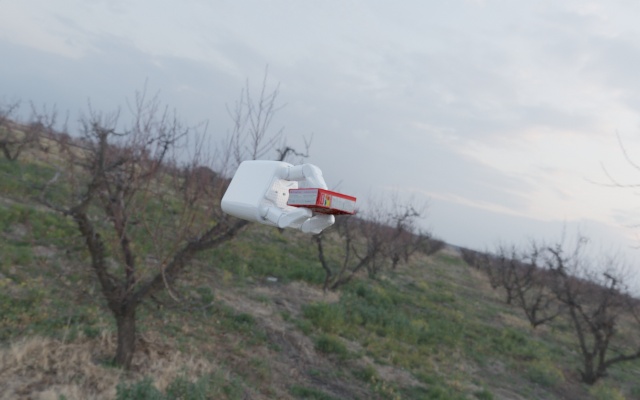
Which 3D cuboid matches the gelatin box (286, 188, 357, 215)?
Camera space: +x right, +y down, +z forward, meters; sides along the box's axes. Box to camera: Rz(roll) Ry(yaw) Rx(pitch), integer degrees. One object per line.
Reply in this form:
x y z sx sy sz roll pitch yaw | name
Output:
0.000 0.002 0.745 0.073 0.030 0.089 14 -9 -34 | gelatin box
